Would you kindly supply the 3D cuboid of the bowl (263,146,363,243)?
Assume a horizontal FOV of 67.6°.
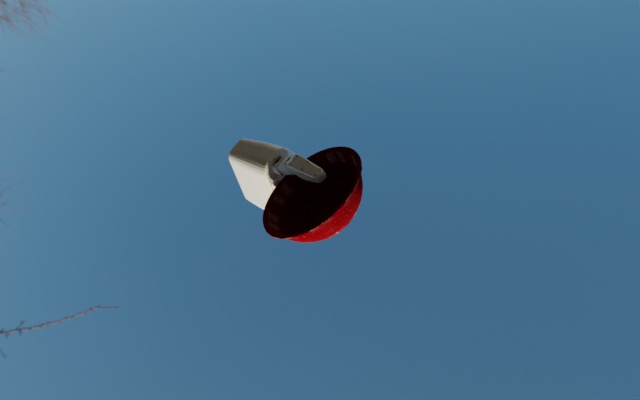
[{"bbox_3d":[0.001,0.003,0.653,0.162,0.162,0.055,0,-40,47],"label":"bowl"}]
